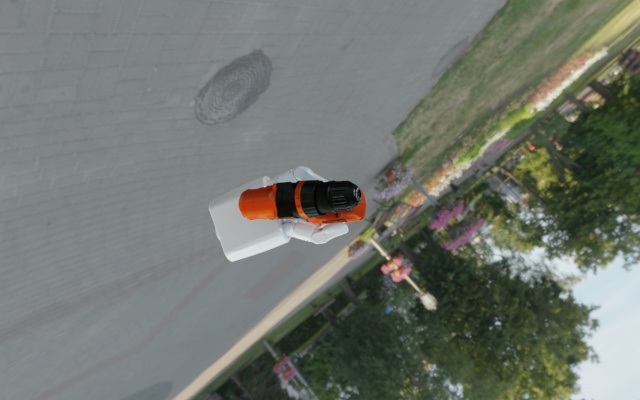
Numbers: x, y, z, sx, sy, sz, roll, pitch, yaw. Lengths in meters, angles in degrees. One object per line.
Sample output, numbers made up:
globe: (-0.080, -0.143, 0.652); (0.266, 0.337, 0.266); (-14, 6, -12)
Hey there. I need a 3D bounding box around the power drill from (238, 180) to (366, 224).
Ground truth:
power drill: (0.000, 0.002, 0.714); (0.184, 0.057, 0.187); (-3, -6, 27)
